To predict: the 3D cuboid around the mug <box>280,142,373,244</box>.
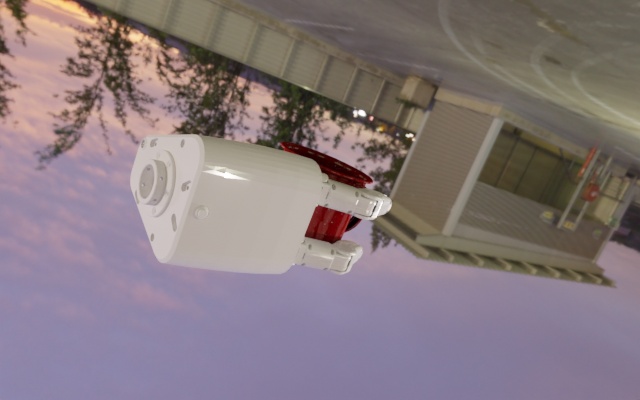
[{"bbox_3d":[0.001,0.002,0.462,0.117,0.081,0.093,12,16,-42],"label":"mug"}]
